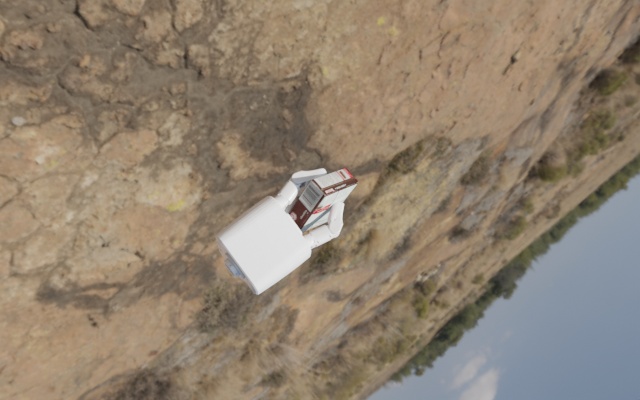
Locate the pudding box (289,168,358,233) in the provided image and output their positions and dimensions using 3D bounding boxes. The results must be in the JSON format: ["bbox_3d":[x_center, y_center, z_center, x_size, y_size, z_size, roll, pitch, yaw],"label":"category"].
[{"bbox_3d":[0.000,0.003,0.794,0.090,0.039,0.113,-23,-22,-46],"label":"pudding box"}]
